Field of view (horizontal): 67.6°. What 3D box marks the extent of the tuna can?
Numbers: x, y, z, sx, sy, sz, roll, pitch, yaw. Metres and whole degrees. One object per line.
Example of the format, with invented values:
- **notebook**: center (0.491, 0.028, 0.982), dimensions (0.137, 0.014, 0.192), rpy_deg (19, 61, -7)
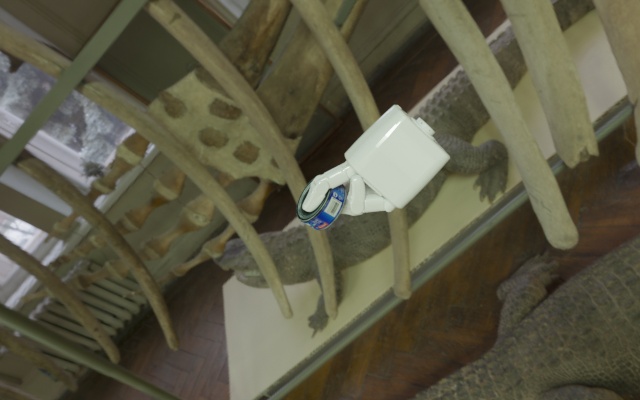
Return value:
- **tuna can**: center (0.000, 0.002, 0.758), dimensions (0.034, 0.086, 0.086), rpy_deg (31, -17, -30)
